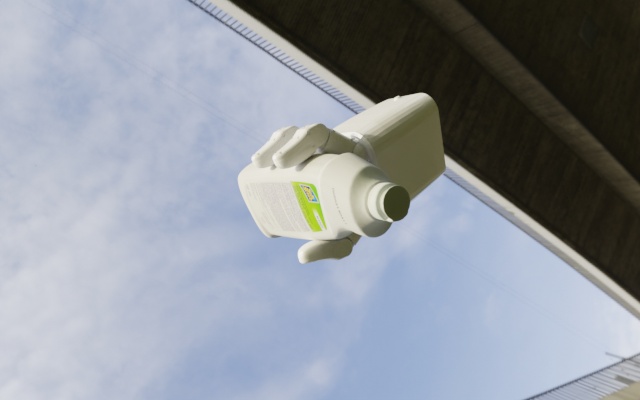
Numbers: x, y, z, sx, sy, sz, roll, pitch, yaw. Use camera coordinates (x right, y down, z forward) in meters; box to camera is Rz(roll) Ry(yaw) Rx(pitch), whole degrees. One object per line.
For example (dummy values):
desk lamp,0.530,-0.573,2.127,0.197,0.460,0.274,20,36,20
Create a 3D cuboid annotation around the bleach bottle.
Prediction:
bleach bottle,0.000,0.002,0.486,0.068,0.102,0.251,-35,20,-24
